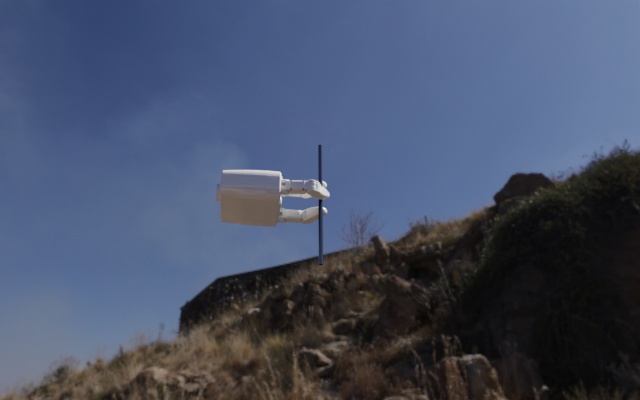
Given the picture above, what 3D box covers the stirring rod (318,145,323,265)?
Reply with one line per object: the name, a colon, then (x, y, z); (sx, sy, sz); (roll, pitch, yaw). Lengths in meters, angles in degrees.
stirring rod: (0.000, 0.003, 0.890); (0.011, 0.239, 0.011); (0, -23, 0)
